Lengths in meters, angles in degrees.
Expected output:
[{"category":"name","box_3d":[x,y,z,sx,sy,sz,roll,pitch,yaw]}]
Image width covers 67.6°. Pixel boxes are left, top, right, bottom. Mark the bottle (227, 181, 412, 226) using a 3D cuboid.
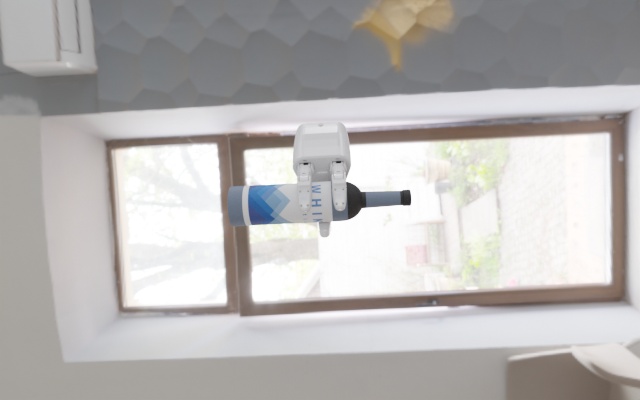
[{"category":"bottle","box_3d":[0.000,0.003,0.785,0.296,0.069,0.069,-3,0,2]}]
